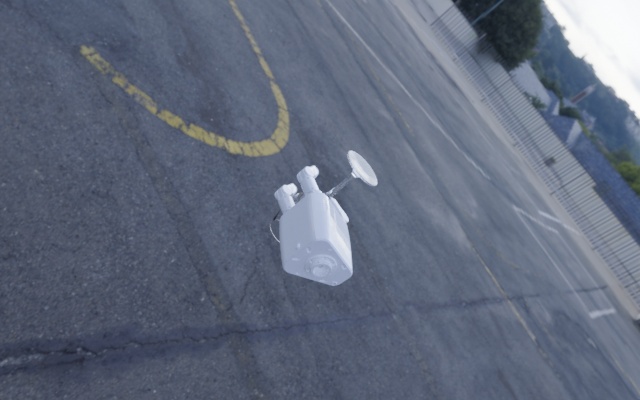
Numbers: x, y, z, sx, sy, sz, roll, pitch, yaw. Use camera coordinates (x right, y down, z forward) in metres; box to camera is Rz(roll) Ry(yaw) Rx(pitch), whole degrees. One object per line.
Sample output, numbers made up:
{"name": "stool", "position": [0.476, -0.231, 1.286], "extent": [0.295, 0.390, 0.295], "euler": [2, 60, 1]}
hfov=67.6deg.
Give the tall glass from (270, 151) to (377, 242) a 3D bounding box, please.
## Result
{"name": "tall glass", "position": [0.001, 0.002, 0.839], "extent": [0.201, 0.079, 0.079], "euler": [-39, -19, 25]}
